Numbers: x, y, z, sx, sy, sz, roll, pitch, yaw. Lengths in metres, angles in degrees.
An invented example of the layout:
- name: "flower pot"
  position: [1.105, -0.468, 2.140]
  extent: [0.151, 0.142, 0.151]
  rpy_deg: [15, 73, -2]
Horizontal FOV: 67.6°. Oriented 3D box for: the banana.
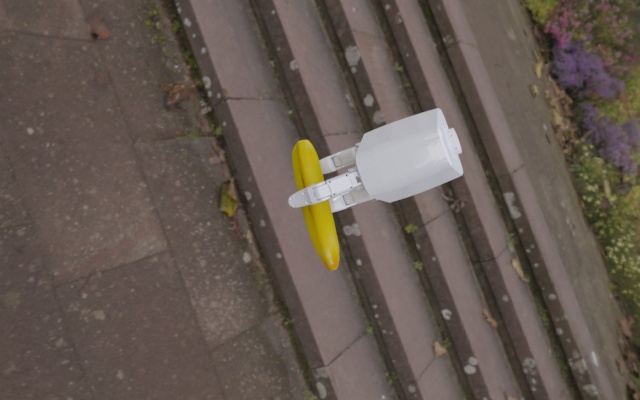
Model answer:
- name: "banana"
  position: [-0.006, -0.006, 0.643]
  extent: [0.037, 0.197, 0.070]
  rpy_deg: [-17, -20, 13]
